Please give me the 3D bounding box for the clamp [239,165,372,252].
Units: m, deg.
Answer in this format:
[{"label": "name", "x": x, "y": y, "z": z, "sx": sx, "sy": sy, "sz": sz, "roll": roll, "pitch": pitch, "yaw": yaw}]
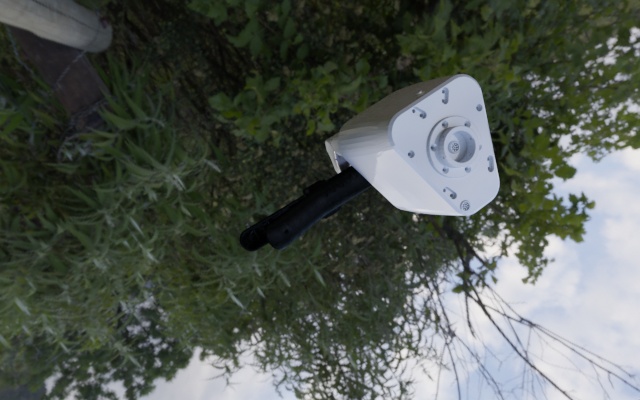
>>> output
[{"label": "clamp", "x": 0.000, "y": 0.002, "z": 0.473, "sx": 0.171, "sy": 0.039, "sz": 0.120, "roll": -34, "pitch": 12, "yaw": -13}]
